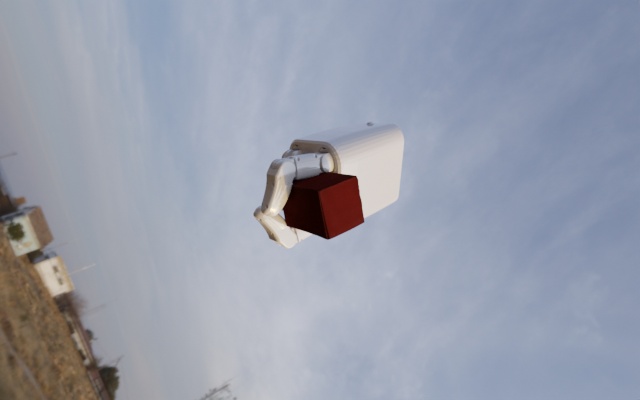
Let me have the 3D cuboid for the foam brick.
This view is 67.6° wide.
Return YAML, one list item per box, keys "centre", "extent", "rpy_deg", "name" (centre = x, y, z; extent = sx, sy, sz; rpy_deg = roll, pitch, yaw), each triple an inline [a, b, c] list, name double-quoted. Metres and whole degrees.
- centre: [0.000, 0.002, 0.498]
  extent: [0.051, 0.053, 0.078]
  rpy_deg: [-21, 20, -32]
  name: "foam brick"
